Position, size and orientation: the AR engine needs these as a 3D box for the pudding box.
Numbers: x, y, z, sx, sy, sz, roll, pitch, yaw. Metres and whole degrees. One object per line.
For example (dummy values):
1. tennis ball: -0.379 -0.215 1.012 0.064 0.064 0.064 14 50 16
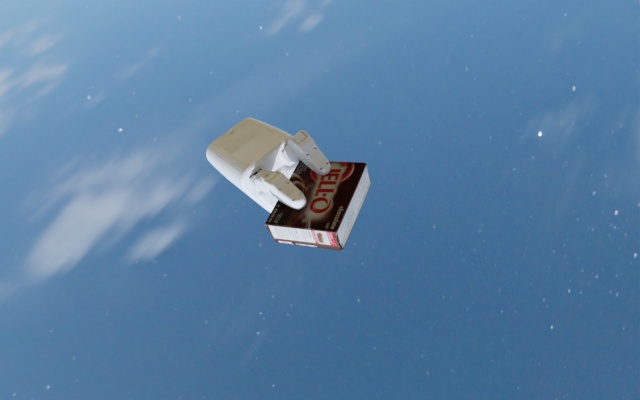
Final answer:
1. pudding box: 0.000 0.002 0.560 0.090 0.113 0.039 4 -40 26
